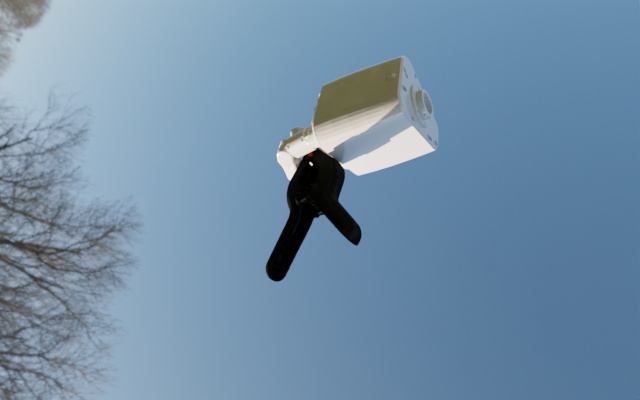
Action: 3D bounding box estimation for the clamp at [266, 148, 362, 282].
[{"bbox_3d":[0.000,0.002,0.527,0.120,0.171,0.039,-17,-42,32],"label":"clamp"}]
